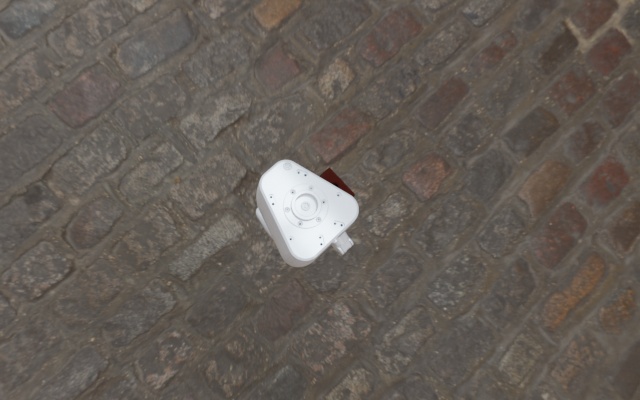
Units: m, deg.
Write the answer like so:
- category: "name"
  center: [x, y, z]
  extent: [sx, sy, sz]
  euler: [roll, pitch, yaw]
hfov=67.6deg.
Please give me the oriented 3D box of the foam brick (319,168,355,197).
- category: "foam brick"
  center: [0.000, 0.002, 0.657]
  extent: [0.078, 0.053, 0.051]
  euler: [-43, -3, -12]
